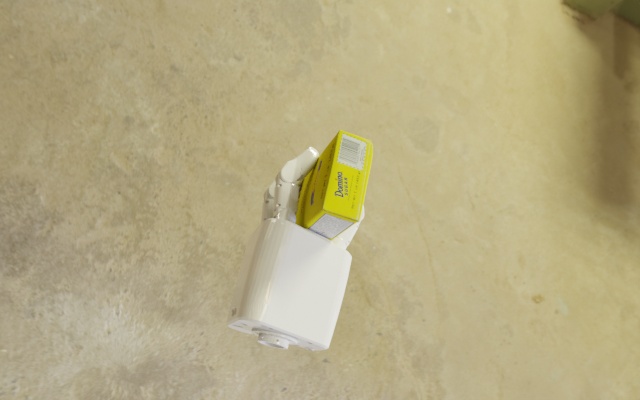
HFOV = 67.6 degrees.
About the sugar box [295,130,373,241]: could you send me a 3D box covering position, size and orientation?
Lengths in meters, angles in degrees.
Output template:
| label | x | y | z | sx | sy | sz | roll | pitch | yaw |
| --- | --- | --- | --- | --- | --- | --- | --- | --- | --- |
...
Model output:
| label | x | y | z | sx | sy | sz | roll | pitch | yaw |
| --- | --- | --- | --- | --- | --- | --- | --- | --- | --- |
| sugar box | 0.000 | 0.002 | 0.544 | 0.048 | 0.093 | 0.176 | 20 | -25 | -15 |
